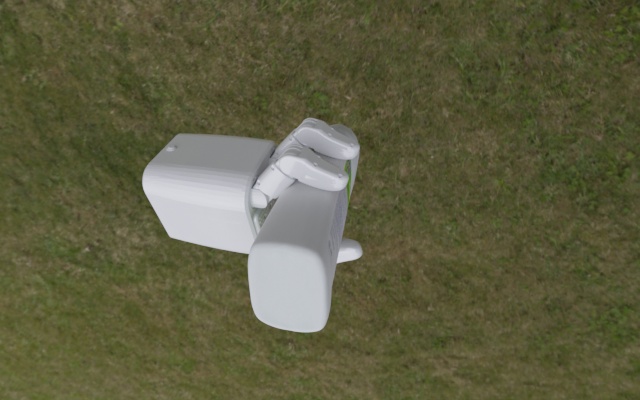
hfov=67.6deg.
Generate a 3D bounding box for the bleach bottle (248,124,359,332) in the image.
[{"bbox_3d":[0.000,0.002,0.480,0.068,0.103,0.250,7,36,10],"label":"bleach bottle"}]
